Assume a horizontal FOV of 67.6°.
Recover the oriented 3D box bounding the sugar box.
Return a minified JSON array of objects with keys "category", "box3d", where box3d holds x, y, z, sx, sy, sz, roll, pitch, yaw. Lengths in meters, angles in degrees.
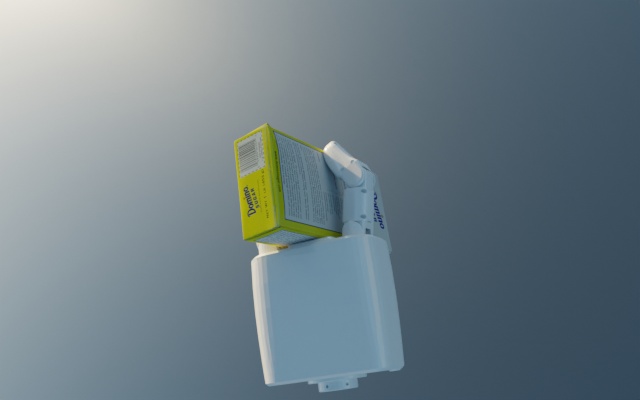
[{"category":"sugar box","box3d":[0.000,0.002,0.449,0.048,0.093,0.176,-21,-24,30]}]
